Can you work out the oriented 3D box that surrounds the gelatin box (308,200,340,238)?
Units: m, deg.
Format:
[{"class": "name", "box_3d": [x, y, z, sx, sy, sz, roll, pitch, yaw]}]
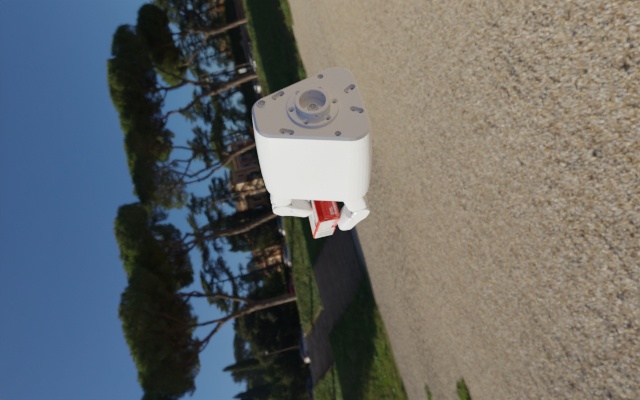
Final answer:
[{"class": "gelatin box", "box_3d": [0.000, 0.002, 0.616, 0.030, 0.073, 0.089, -11, -16, -9]}]
